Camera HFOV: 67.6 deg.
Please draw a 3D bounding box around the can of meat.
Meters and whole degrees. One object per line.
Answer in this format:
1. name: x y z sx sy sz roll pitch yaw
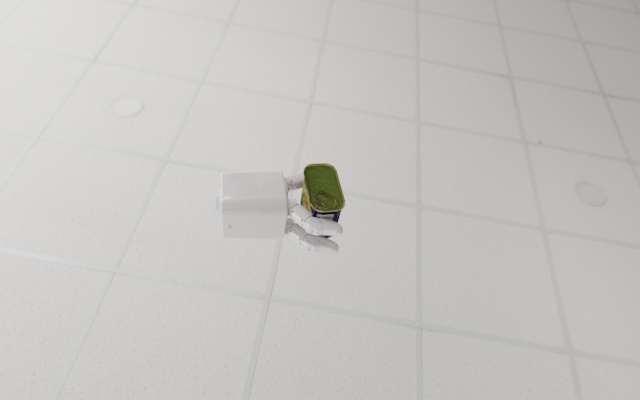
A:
1. can of meat: 0.000 0.003 0.807 0.057 0.102 0.084 -4 -38 -13
